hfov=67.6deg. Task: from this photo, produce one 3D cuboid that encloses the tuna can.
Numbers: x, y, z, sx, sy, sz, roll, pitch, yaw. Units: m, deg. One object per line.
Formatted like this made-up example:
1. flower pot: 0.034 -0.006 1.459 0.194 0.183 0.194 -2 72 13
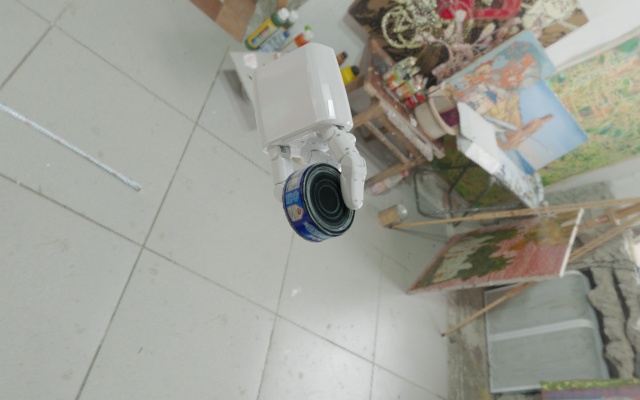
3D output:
1. tuna can: 0.001 0.002 0.533 0.034 0.086 0.086 -19 -13 42
